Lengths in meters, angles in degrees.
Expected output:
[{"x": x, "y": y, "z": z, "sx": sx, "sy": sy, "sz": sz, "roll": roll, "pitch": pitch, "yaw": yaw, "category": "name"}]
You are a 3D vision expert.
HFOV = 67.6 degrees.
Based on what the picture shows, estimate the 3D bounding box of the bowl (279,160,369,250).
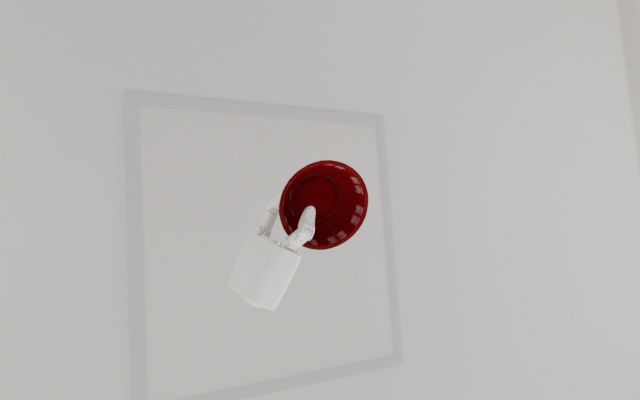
[{"x": 0.001, "y": 0.002, "z": 0.841, "sx": 0.162, "sy": 0.162, "sz": 0.055, "roll": 0, "pitch": 17, "yaw": -18, "category": "bowl"}]
